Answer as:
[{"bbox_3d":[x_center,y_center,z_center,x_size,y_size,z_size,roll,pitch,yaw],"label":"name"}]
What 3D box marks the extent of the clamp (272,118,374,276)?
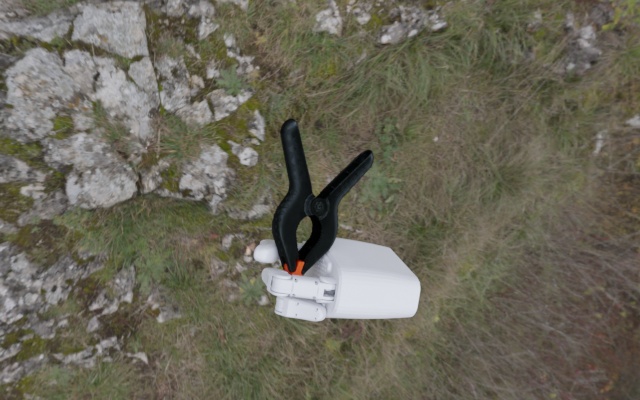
[{"bbox_3d":[0.000,0.002,0.543,0.120,0.171,0.039,8,3,-22],"label":"clamp"}]
